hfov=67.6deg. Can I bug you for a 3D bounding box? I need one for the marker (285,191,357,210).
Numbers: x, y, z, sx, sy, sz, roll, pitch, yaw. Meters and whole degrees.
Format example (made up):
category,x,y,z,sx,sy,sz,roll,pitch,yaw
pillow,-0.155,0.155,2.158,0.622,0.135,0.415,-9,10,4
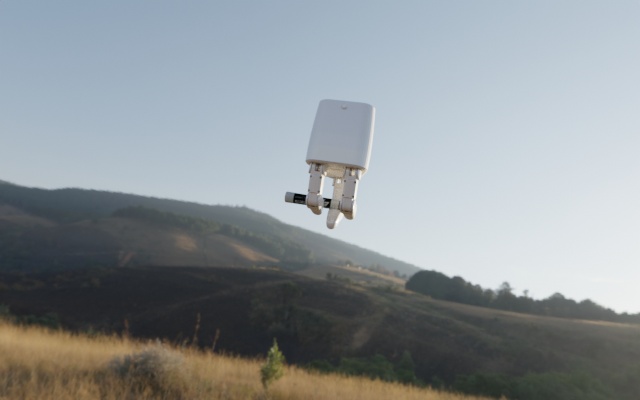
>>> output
category,x,y,z,sx,sy,sz,roll,pitch,yaw
marker,0.000,0.003,0.798,0.121,0.020,0.020,9,2,11
